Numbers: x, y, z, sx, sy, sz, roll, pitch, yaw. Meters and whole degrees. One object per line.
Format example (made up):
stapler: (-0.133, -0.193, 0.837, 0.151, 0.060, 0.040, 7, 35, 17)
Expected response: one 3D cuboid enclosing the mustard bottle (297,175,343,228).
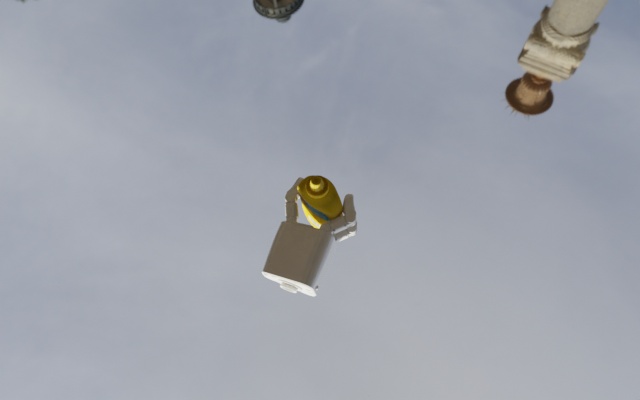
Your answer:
mustard bottle: (0.000, 0.003, 0.899, 0.096, 0.058, 0.192, 42, -13, 19)
